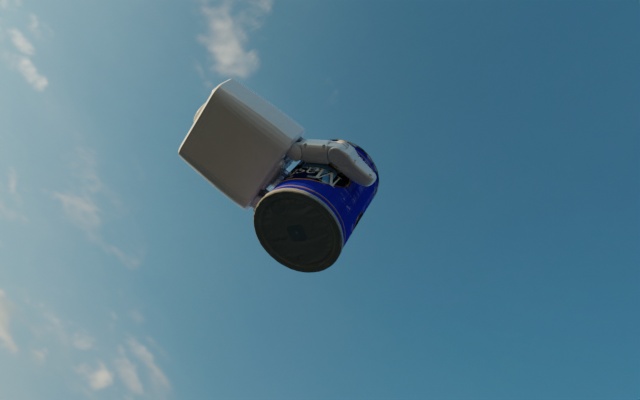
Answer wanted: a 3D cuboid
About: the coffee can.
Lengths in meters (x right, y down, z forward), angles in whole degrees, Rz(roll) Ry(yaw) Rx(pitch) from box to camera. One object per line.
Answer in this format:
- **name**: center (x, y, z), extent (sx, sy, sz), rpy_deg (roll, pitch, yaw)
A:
- **coffee can**: center (0.000, 0.002, 0.558), extent (0.103, 0.103, 0.140), rpy_deg (0, 28, 25)
